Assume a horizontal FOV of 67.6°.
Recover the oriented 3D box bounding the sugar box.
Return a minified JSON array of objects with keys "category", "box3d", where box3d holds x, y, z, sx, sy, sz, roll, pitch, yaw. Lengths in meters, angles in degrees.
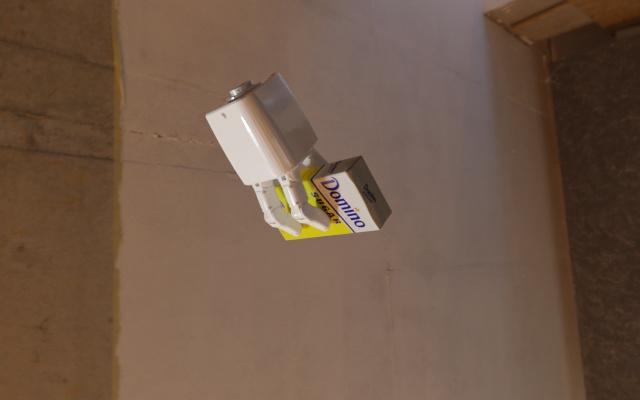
[{"category":"sugar box","box3d":[0.000,0.002,0.654,0.176,0.093,0.048,-10,30,45]}]
